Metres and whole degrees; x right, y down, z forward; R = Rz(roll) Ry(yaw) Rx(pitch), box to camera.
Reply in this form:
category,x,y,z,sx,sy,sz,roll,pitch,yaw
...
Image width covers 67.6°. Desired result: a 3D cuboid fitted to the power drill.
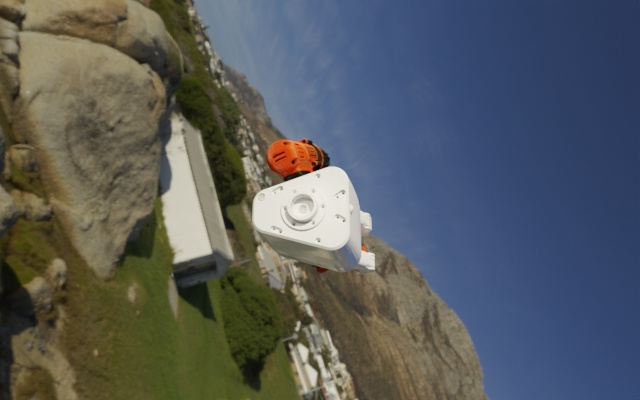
category,x,y,z,sx,sy,sz,roll,pitch,yaw
power drill,0.000,0.003,0.688,0.057,0.187,0.184,-27,-6,18
